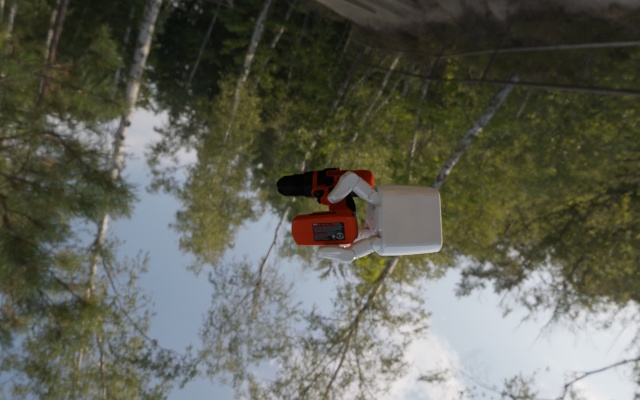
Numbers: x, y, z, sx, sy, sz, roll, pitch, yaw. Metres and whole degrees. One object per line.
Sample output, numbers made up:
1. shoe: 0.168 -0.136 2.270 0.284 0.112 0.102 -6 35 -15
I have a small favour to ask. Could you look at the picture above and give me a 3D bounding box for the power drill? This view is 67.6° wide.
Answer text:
1. power drill: 0.000 0.003 0.833 0.184 0.057 0.187 -4 31 10
